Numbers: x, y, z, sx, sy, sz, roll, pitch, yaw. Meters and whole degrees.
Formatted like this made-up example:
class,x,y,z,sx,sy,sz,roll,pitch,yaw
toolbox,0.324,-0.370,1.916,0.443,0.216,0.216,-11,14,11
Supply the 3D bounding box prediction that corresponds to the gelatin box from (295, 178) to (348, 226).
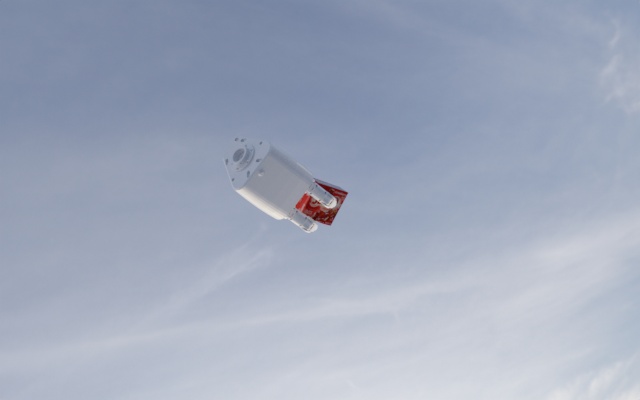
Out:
class,x,y,z,sx,sy,sz,roll,pitch,yaw
gelatin box,0.000,0.003,0.876,0.089,0.073,0.030,17,15,-46
